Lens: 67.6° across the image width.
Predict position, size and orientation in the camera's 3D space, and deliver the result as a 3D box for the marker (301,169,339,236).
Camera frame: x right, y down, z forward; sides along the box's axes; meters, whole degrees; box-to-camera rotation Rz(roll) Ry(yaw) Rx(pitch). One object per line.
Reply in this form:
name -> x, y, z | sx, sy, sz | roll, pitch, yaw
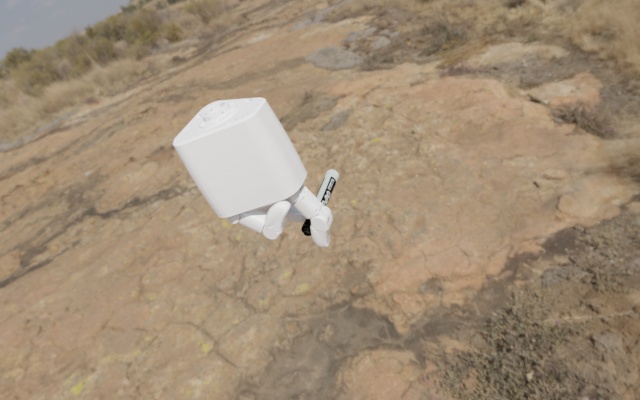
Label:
marker -> 0.000, 0.002, 0.637 | 0.020, 0.020, 0.121 | 0, 41, 23
